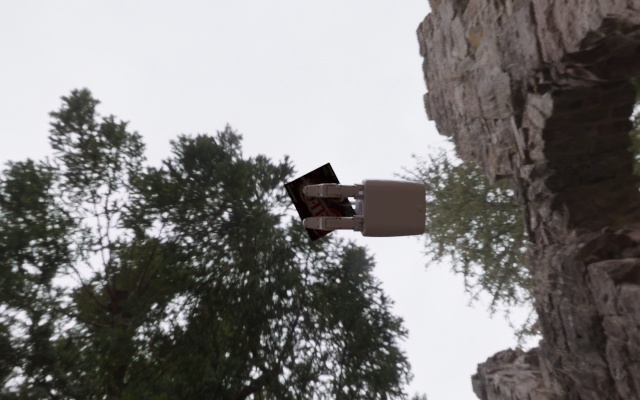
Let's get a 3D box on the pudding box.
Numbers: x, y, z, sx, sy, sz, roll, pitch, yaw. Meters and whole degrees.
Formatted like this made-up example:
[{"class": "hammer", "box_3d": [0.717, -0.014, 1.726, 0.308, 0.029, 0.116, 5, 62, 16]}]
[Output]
[{"class": "pudding box", "box_3d": [0.000, 0.003, 0.834, 0.090, 0.113, 0.039, -27, 0, -3]}]
